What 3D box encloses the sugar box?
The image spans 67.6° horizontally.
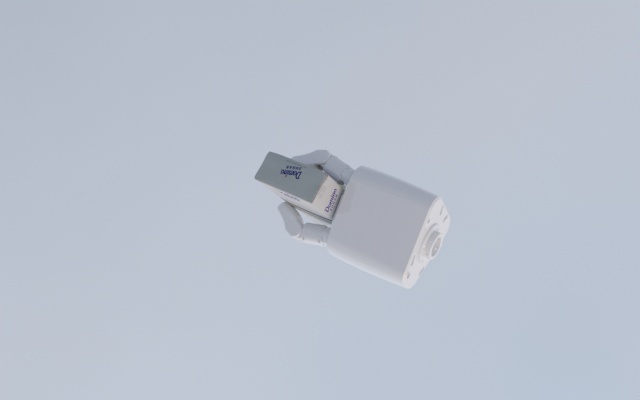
[{"bbox_3d":[0.001,0.002,0.620,0.093,0.048,0.176,23,-12,31],"label":"sugar box"}]
